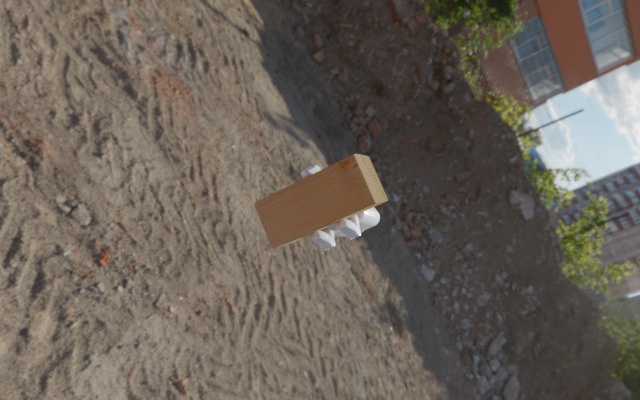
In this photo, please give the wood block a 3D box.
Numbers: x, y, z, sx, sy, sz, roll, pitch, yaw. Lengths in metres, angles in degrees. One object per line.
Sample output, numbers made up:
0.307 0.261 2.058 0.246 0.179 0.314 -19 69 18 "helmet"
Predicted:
0.000 0.002 0.848 0.206 0.091 0.090 -25 -7 21 "wood block"
